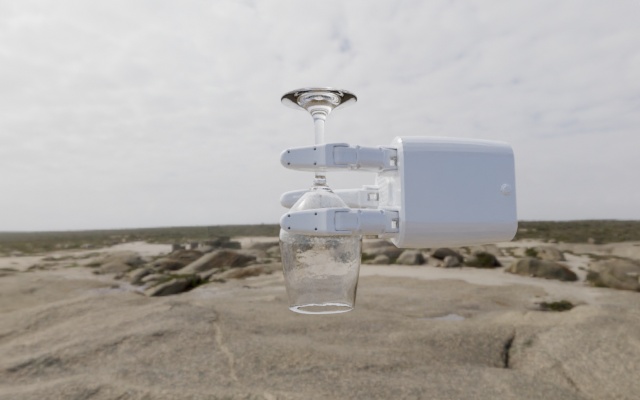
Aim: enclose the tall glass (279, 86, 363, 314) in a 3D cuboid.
[{"bbox_3d":[0.000,0.001,0.452,0.079,0.201,0.079,0,-5,0],"label":"tall glass"}]
